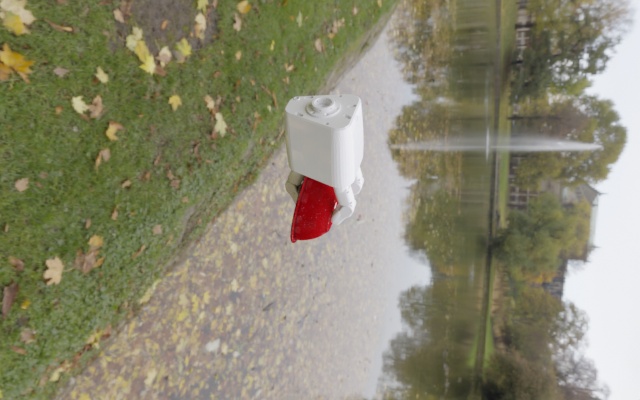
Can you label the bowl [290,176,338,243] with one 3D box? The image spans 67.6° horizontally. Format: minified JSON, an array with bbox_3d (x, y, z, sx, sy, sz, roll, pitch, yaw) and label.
[{"bbox_3d":[0.001,0.003,0.813,0.055,0.162,0.162,17,2,7],"label":"bowl"}]
